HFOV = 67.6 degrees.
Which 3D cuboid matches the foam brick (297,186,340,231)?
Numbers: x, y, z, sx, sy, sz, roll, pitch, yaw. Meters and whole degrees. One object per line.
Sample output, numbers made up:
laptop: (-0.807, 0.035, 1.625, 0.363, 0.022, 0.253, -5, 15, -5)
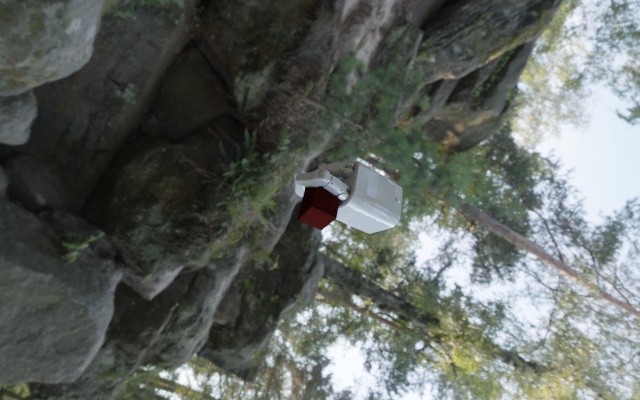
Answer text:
foam brick: (0.000, 0.003, 0.837, 0.051, 0.078, 0.053, 28, -39, -19)
